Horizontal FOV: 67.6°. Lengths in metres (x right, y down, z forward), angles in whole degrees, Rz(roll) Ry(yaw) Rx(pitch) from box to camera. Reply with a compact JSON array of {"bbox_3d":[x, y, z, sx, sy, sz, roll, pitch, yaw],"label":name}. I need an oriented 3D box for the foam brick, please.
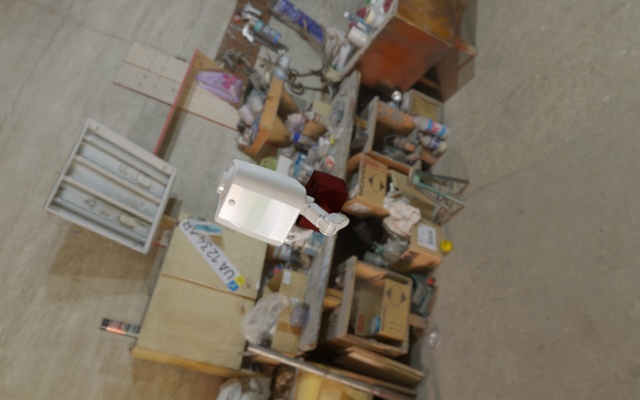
[{"bbox_3d":[0.000,0.002,0.728,0.051,0.078,0.053,21,24,-18],"label":"foam brick"}]
